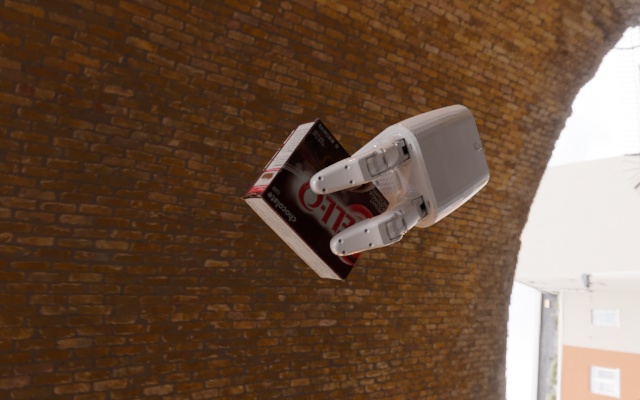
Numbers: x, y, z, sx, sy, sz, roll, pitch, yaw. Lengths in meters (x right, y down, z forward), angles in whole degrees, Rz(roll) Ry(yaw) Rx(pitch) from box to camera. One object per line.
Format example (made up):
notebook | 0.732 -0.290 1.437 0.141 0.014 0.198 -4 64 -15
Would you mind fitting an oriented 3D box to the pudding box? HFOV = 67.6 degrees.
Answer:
pudding box | 0.000 0.001 0.415 0.113 0.090 0.039 46 -30 -24
